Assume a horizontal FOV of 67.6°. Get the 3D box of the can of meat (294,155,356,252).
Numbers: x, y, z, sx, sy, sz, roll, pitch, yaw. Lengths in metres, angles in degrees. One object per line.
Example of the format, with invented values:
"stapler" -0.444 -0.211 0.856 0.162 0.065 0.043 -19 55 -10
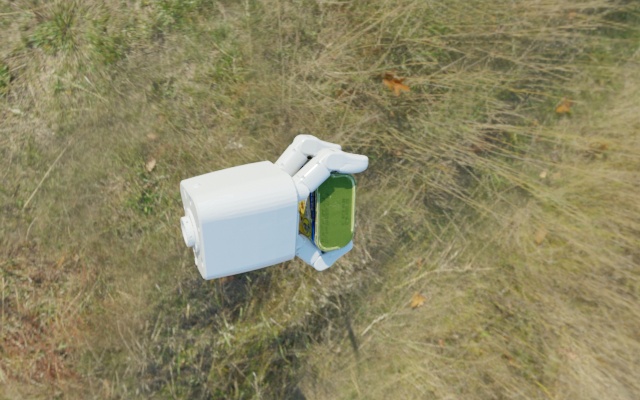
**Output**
"can of meat" 0.000 0.002 0.585 0.057 0.102 0.084 -10 22 -24
